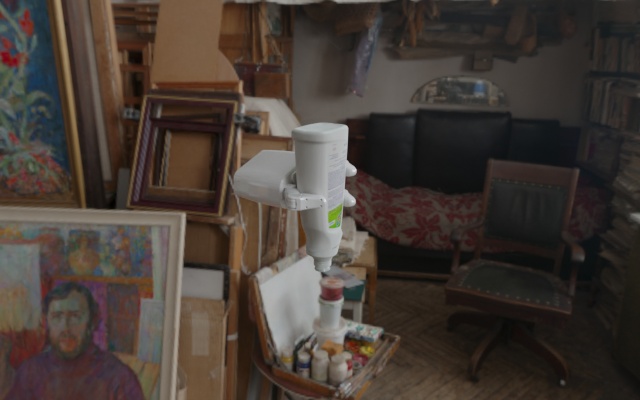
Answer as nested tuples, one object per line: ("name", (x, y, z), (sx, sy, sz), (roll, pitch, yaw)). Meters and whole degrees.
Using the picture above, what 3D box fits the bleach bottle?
("bleach bottle", (0.000, 0.003, 0.794), (0.068, 0.251, 0.102), (11, 21, 30))
